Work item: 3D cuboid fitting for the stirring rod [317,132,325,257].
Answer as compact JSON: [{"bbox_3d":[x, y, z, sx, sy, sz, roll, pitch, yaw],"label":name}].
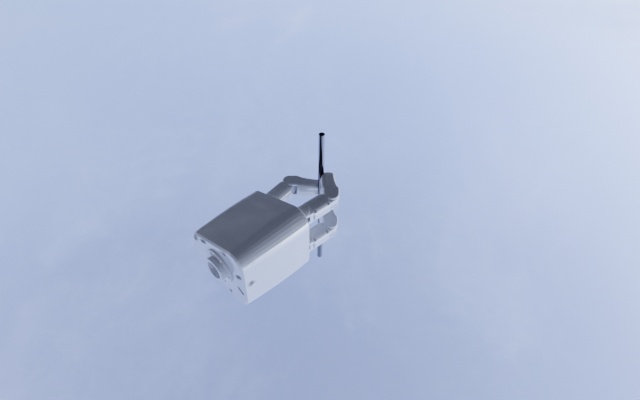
[{"bbox_3d":[0.000,0.002,0.691,0.011,0.240,0.011,1,44,-1],"label":"stirring rod"}]
